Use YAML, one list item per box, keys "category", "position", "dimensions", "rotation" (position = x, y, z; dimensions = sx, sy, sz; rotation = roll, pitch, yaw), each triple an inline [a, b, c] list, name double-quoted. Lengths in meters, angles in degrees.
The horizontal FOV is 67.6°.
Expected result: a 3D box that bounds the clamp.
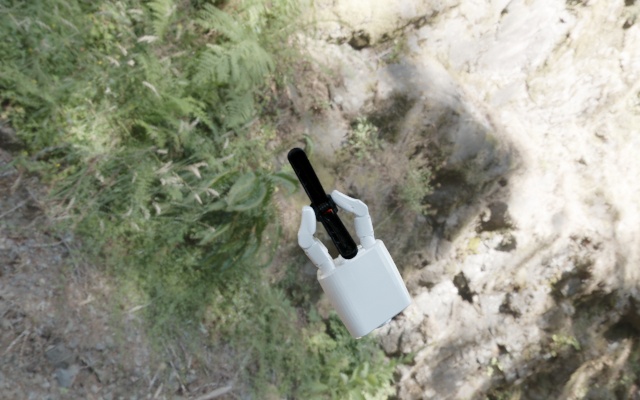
- category: "clamp"
  position: [0.001, 0.002, 0.713]
  dimensions: [0.036, 0.164, 0.210]
  rotation: [-28, 2, -1]
